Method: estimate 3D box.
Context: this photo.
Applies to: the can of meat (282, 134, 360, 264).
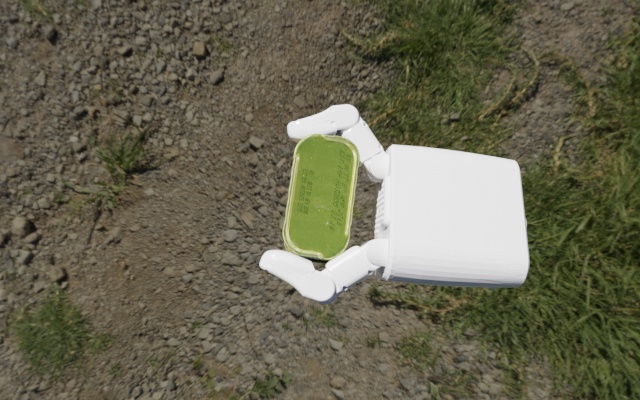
[{"bbox_3d":[0.000,0.001,0.402,0.057,0.102,0.084,7,-7,-1],"label":"can of meat"}]
